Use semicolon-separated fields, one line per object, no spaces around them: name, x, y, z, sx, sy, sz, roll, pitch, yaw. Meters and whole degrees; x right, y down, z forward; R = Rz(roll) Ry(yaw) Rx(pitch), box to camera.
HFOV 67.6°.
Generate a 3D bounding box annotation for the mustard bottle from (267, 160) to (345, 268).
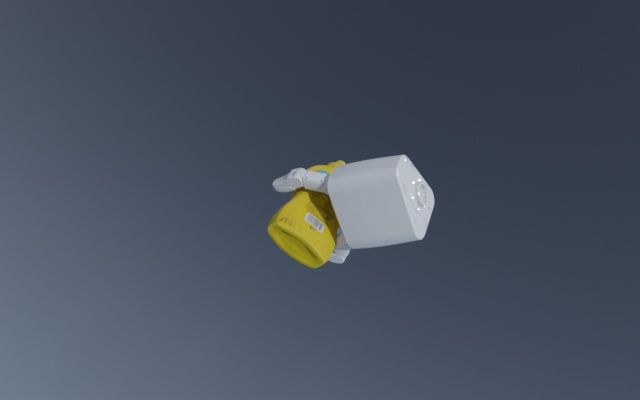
mustard bottle;0.000;0.003;0.720;0.096;0.191;0.058;39;-43;-11
